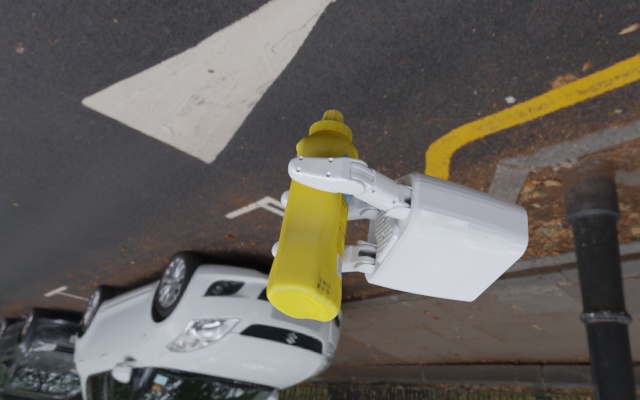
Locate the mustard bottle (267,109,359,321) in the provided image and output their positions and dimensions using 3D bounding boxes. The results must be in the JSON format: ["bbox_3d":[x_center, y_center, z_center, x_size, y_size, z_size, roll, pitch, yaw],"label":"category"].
[{"bbox_3d":[0.000,0.002,0.421,0.058,0.191,0.096,4,-26,12],"label":"mustard bottle"}]
